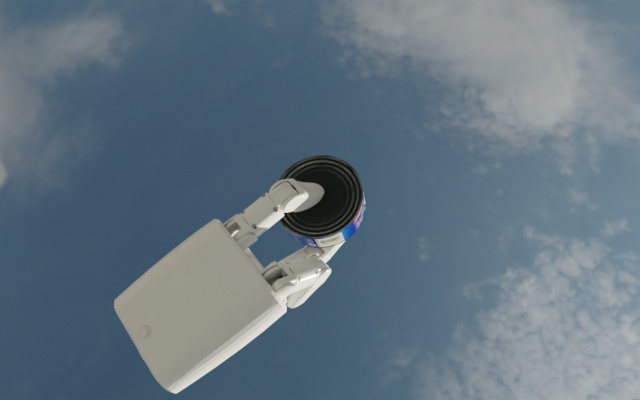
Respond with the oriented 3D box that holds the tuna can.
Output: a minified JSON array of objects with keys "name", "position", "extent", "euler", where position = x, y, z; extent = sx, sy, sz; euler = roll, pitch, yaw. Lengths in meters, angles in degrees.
[{"name":"tuna can","position":[0.000,0.002,0.461],"extent":[0.086,0.086,0.034],"euler":[0,-24,11]}]
